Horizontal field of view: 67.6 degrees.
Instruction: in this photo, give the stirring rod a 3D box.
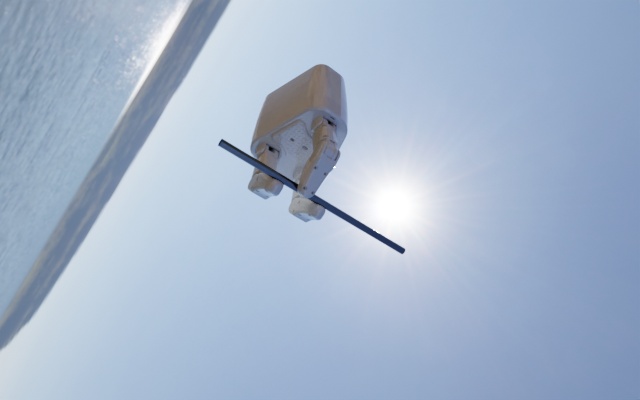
[{"bbox_3d":[0.000,0.002,0.497,0.239,0.011,0.011,31,-14,-24],"label":"stirring rod"}]
